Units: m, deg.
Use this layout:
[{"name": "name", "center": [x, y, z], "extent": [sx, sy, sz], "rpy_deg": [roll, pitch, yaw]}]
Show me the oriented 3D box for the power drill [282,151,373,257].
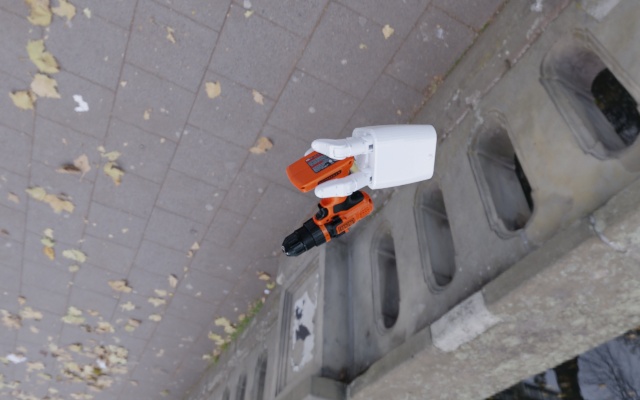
[{"name": "power drill", "center": [0.000, 0.002, 0.801], "extent": [0.184, 0.057, 0.188], "rpy_deg": [-32, -35, -13]}]
